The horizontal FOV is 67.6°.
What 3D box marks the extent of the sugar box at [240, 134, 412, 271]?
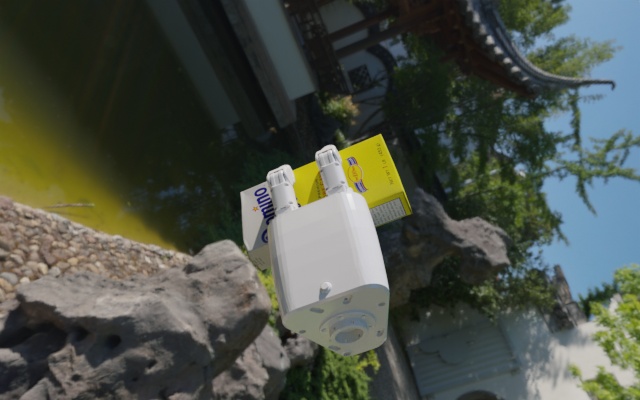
[{"bbox_3d":[0.000,0.001,0.520,0.176,0.093,0.048,-21,-43,8],"label":"sugar box"}]
